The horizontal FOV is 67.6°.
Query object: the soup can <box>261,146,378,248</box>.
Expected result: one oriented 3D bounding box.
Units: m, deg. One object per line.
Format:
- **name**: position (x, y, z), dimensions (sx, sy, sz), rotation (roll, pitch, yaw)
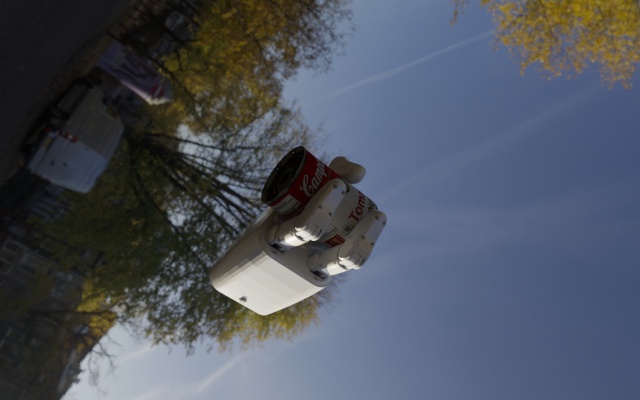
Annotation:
- **soup can**: position (0.001, 0.001, 0.485), dimensions (0.102, 0.068, 0.068), rotation (36, -16, -23)
